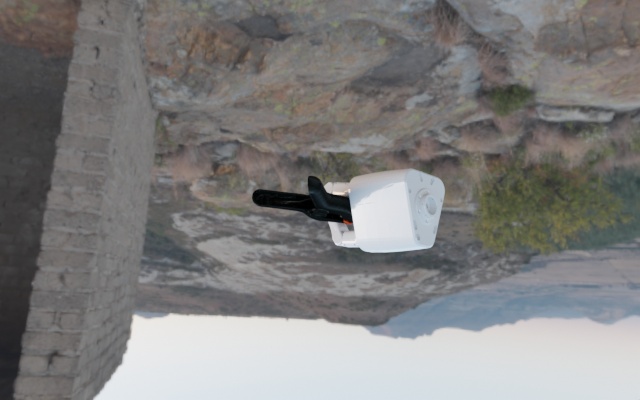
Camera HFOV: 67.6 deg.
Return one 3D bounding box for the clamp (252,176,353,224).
[{"bbox_3d":[0.000,0.003,0.700,0.171,0.039,0.120,13,-14,-39],"label":"clamp"}]
